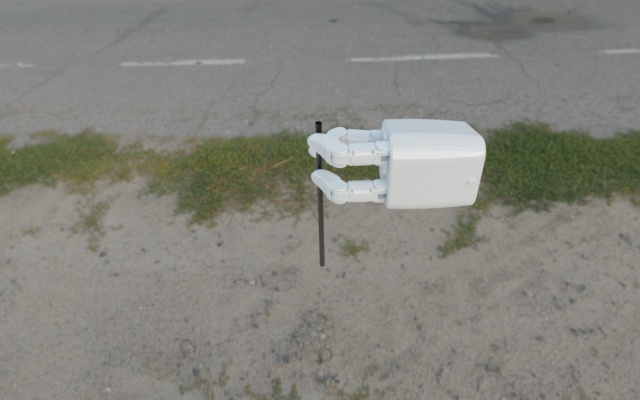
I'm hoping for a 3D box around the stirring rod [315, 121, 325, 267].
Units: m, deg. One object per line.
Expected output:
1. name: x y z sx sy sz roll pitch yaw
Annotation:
1. stirring rod: 0.000 0.002 0.640 0.011 0.240 0.011 -1 39 1
